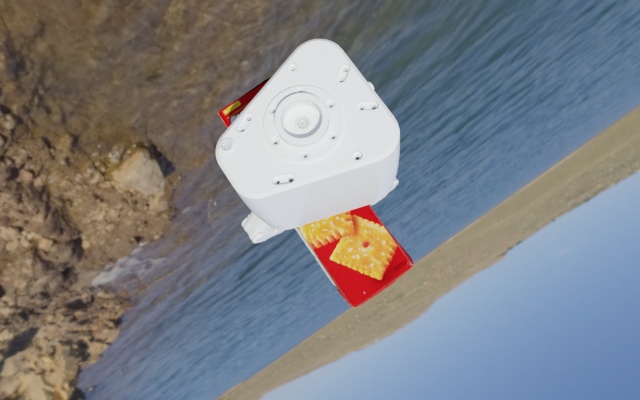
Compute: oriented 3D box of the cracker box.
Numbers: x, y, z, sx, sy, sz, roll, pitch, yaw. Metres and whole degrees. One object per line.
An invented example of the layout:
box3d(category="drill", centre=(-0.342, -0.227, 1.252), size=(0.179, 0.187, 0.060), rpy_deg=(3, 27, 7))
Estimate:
box3d(category="cracker box", centre=(0.000, 0.002, 0.487), size=(0.072, 0.213, 0.164), rpy_deg=(-34, -12, -2))
